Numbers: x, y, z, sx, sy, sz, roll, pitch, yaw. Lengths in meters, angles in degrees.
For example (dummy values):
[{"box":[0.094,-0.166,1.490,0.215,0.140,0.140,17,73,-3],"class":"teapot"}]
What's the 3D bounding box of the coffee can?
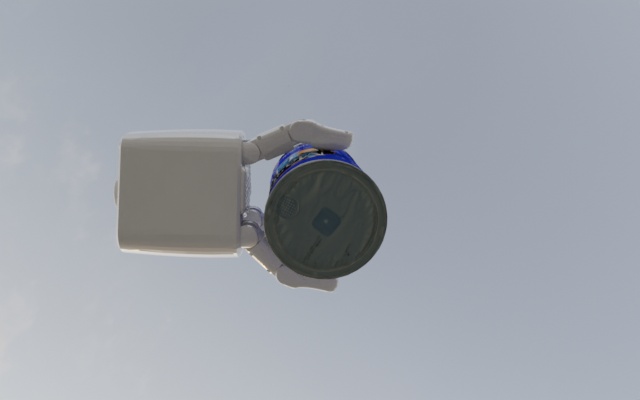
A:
[{"box":[0.000,0.001,0.459,0.103,0.103,0.140,0,13,-4],"class":"coffee can"}]
